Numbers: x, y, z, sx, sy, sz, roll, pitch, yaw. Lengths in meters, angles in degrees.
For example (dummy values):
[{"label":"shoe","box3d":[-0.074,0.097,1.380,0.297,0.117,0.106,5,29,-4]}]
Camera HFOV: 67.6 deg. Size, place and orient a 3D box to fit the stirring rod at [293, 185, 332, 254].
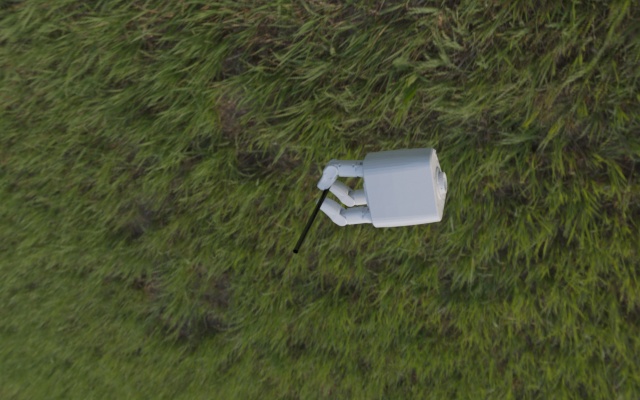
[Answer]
[{"label":"stirring rod","box3d":[0.000,0.002,0.766,0.011,0.011,0.239,0,36,21]}]
